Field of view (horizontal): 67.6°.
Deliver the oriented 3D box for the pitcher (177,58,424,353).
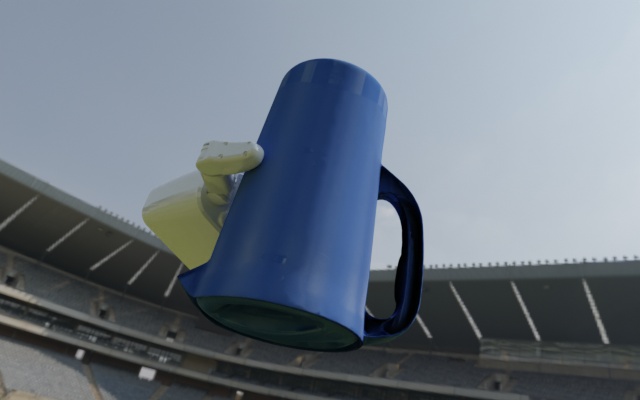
[{"bbox_3d":[0.000,0.001,0.415,0.145,0.242,0.149,-13,-37,40],"label":"pitcher"}]
